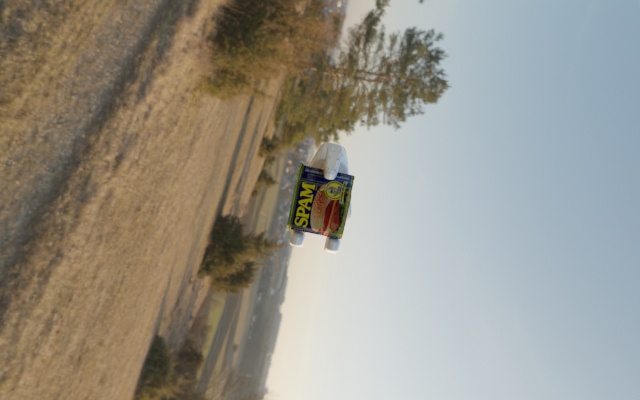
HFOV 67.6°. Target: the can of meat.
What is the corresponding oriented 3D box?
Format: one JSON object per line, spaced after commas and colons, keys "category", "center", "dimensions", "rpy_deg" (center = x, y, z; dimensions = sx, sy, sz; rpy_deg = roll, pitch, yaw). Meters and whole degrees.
{"category": "can of meat", "center": [0.000, 0.002, 0.711], "dimensions": [0.084, 0.102, 0.057], "rpy_deg": [12, 20, -1]}
